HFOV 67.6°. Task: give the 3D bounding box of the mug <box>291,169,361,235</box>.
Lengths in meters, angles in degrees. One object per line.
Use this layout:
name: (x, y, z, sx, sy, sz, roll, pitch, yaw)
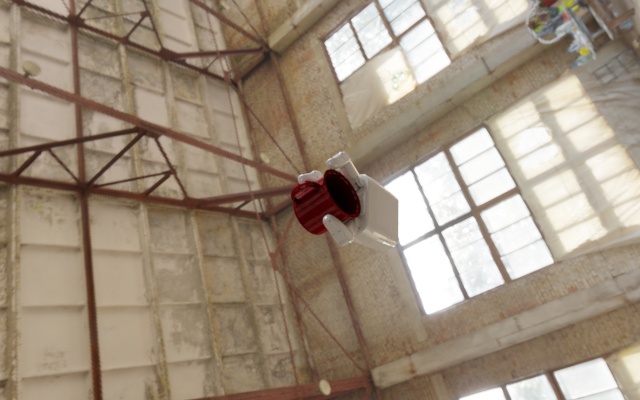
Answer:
mug: (-0.001, 0.002, 0.802, 0.081, 0.093, 0.117, -33, -40, 30)
